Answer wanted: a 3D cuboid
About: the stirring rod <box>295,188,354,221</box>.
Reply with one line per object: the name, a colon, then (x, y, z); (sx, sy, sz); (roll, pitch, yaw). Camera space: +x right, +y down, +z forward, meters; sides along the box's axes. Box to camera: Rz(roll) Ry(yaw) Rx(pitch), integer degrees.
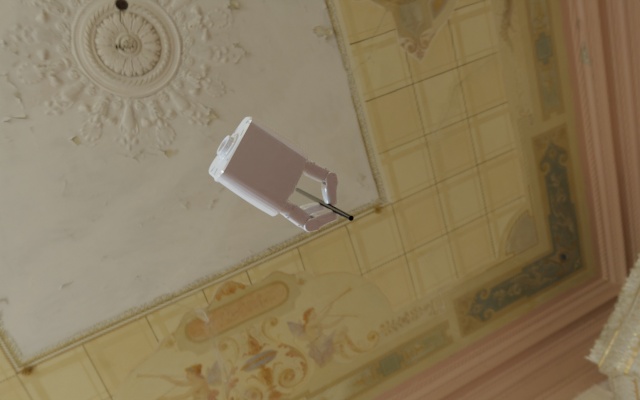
stirring rod: (0.000, 0.003, 0.791); (0.011, 0.011, 0.239); (0, 11, -22)
